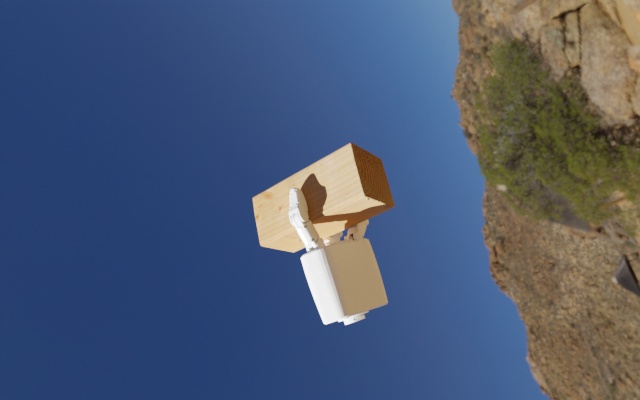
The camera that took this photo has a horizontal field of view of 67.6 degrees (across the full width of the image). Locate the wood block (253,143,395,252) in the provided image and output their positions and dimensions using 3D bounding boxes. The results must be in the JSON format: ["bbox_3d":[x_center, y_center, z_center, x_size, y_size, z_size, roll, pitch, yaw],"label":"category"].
[{"bbox_3d":[0.000,0.003,0.762,0.206,0.090,0.091,-27,-27,30],"label":"wood block"}]
